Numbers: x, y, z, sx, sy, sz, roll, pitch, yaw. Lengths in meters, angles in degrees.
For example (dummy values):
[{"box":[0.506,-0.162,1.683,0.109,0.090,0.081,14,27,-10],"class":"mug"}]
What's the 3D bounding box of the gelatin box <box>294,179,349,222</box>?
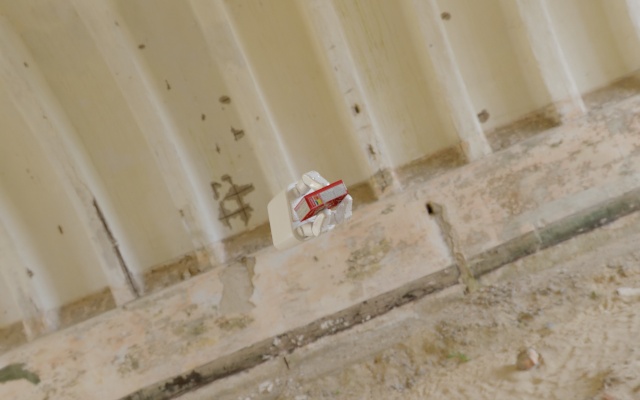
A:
[{"box":[0.000,0.002,0.812,0.073,0.030,0.089,-24,-9,-19],"class":"gelatin box"}]
